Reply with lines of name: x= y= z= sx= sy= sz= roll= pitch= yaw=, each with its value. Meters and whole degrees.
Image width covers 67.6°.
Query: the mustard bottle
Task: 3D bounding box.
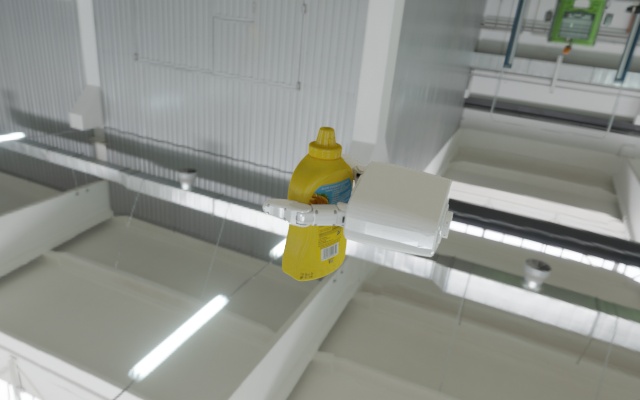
mustard bottle: x=0.000 y=0.002 z=0.605 sx=0.096 sy=0.192 sz=0.058 roll=-17 pitch=32 yaw=-42
